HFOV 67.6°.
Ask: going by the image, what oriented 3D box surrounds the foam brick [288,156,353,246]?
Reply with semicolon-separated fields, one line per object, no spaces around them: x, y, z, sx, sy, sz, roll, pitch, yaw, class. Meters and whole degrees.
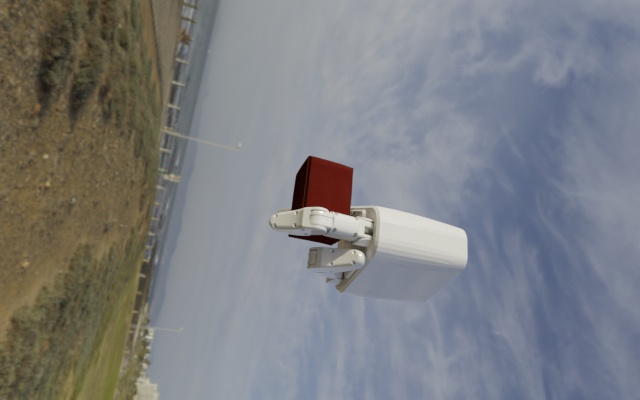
0.000;0.001;0.511;0.051;0.078;0.053;12;-21;-15;foam brick
